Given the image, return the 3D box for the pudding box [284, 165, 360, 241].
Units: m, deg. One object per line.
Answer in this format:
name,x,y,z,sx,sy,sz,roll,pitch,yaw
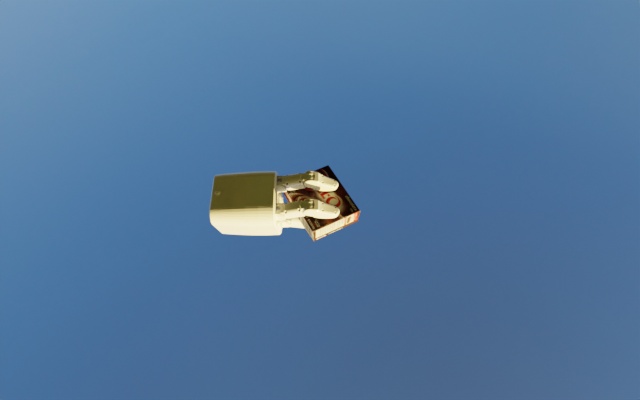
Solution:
pudding box,0.000,0.003,0.808,0.090,0.113,0.039,-24,-29,-16
